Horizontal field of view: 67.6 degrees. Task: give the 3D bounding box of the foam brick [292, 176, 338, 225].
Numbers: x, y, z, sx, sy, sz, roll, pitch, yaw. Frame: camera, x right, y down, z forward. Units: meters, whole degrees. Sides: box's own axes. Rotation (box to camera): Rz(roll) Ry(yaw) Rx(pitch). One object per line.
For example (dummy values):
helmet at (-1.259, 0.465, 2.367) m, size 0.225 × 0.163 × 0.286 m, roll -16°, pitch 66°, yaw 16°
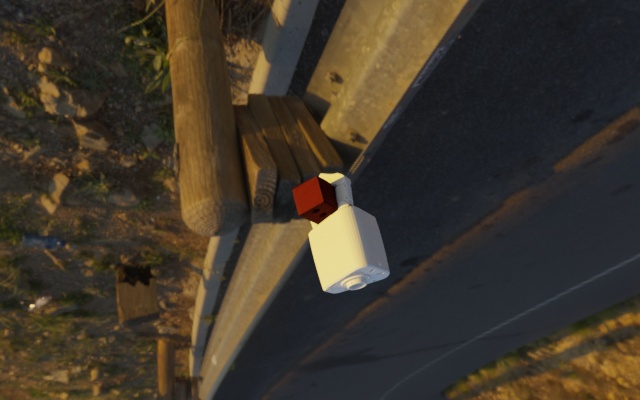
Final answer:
foam brick at (0.000, 0.002, 0.793) m, size 0.053 × 0.051 × 0.078 m, roll -28°, pitch -31°, yaw 25°
